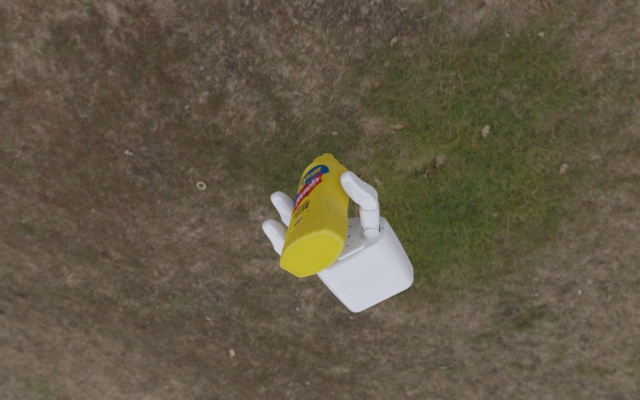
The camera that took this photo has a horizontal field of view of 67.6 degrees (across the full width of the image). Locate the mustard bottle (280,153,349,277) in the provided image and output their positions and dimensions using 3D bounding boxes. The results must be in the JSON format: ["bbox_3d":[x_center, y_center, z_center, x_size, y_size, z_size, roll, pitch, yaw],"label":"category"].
[{"bbox_3d":[0.000,0.002,0.626,0.058,0.191,0.096,32,-51,-19],"label":"mustard bottle"}]
